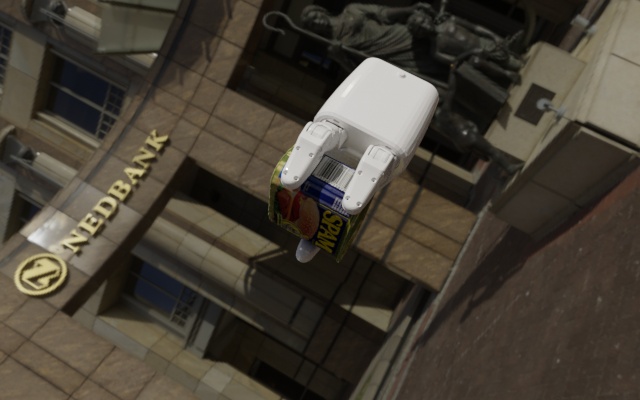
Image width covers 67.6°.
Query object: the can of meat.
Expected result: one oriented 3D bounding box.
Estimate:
[{"bbox_3d":[0.000,0.001,0.451,0.084,0.057,0.102,28,-31,9],"label":"can of meat"}]
